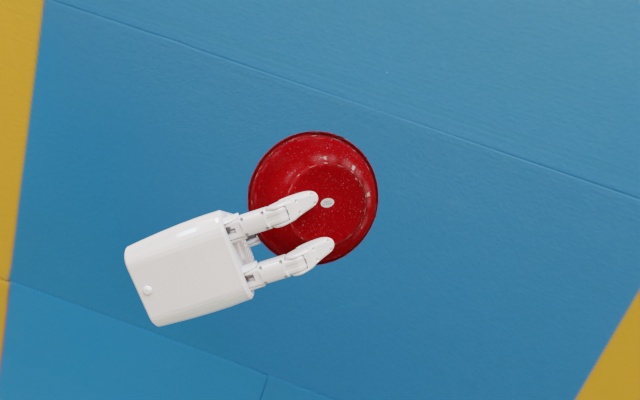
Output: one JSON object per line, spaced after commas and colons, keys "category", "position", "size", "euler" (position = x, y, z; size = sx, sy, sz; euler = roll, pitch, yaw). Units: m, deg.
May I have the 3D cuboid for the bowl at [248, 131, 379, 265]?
{"category": "bowl", "position": [0.001, 0.001, 0.545], "size": [0.162, 0.162, 0.055], "euler": [0, 7, -15]}
